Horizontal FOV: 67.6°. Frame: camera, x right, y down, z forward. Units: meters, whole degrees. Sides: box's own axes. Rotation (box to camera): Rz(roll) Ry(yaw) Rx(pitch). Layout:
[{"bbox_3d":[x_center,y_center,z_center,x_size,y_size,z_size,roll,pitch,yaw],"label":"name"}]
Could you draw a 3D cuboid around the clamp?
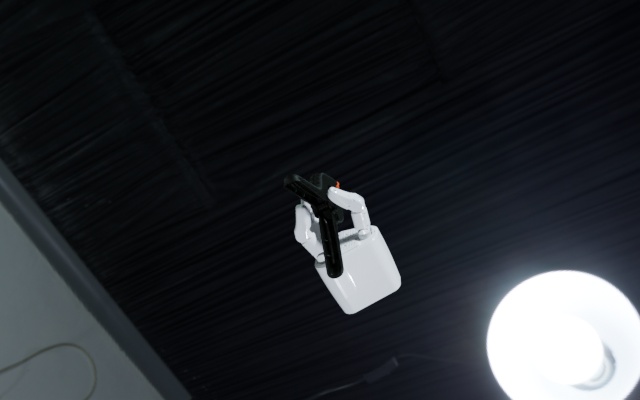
[{"bbox_3d":[0.001,0.002,0.747,0.036,0.165,0.210,-21,21,16],"label":"clamp"}]
